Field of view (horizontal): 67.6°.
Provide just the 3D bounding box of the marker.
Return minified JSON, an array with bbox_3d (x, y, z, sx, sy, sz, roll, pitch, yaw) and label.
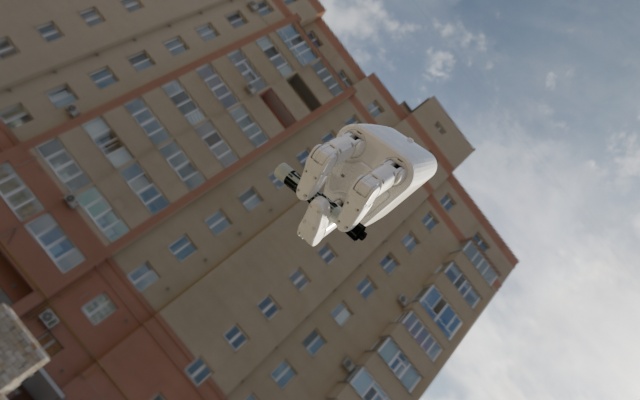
[{"bbox_3d":[0.000,0.002,0.502,0.121,0.020,0.020,39,14,19],"label":"marker"}]
